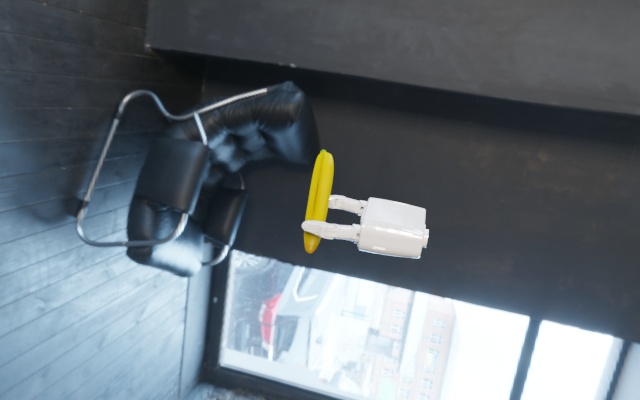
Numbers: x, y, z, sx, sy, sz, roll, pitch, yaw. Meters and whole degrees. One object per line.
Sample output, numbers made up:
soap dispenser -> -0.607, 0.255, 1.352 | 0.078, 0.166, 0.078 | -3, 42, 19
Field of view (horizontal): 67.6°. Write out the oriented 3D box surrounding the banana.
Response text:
banana -> -0.001, -0.004, 0.856 | 0.037, 0.197, 0.070 | 9, -11, 7
